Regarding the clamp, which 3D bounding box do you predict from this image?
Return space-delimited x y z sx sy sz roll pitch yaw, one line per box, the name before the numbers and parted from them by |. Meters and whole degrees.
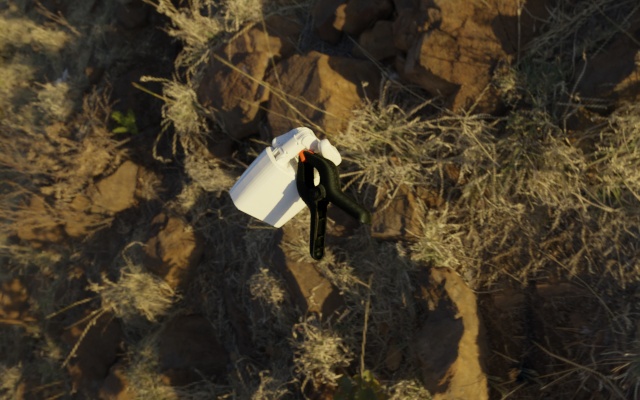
clamp | 0.000 0.002 0.723 0.120 0.171 0.039 -44 -35 23
